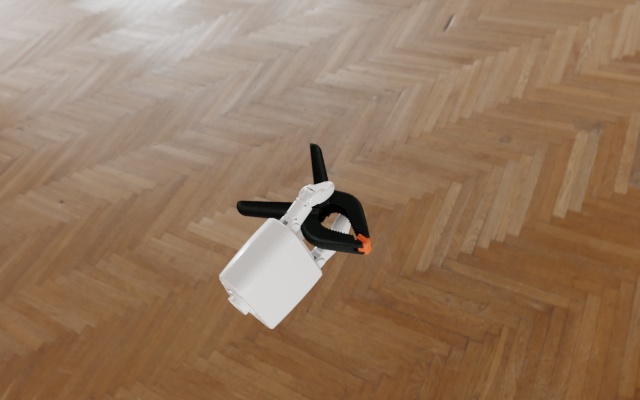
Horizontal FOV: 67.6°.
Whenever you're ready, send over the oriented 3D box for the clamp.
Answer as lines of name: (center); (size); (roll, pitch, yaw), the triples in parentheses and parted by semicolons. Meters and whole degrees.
clamp: (0.000, 0.002, 0.697); (0.210, 0.164, 0.036); (30, -24, 30)
